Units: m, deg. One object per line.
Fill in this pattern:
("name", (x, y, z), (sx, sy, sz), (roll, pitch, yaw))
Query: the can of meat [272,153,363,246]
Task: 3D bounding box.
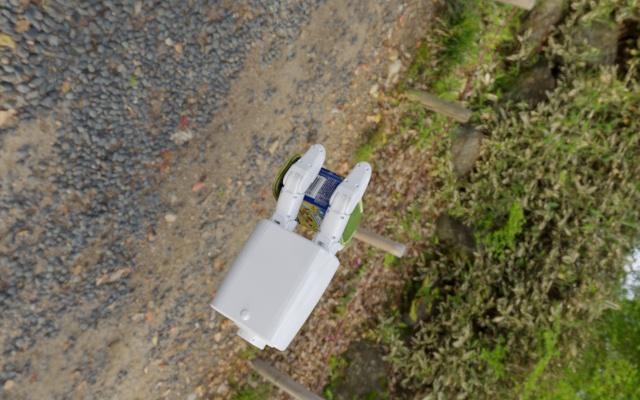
("can of meat", (0.000, 0.002, 0.559), (0.084, 0.057, 0.102), (26, -22, 21))
